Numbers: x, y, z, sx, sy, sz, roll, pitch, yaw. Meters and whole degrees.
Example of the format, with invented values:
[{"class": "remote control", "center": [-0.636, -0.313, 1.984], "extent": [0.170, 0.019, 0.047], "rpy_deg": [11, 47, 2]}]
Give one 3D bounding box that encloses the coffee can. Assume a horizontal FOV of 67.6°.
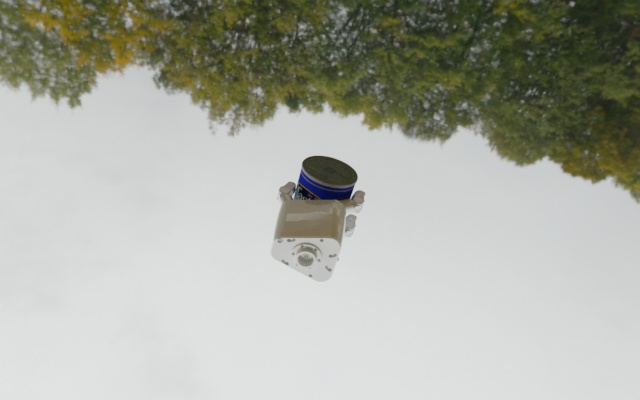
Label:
[{"class": "coffee can", "center": [0.000, 0.003, 0.878], "extent": [0.103, 0.140, 0.102], "rpy_deg": [12, 31, -7]}]
